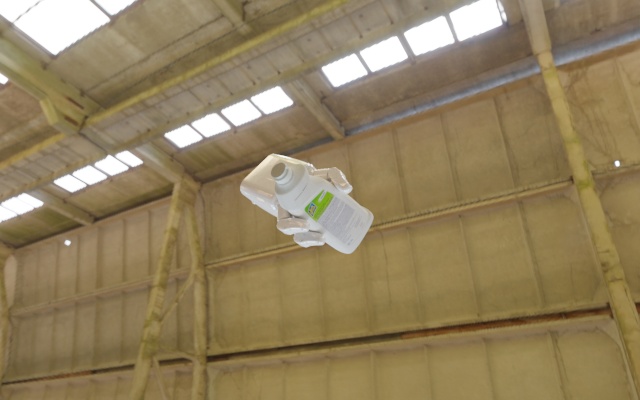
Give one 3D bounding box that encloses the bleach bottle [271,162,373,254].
[{"bbox_3d":[0.000,0.003,0.846,0.068,0.102,0.251,22,-14,41],"label":"bleach bottle"}]
